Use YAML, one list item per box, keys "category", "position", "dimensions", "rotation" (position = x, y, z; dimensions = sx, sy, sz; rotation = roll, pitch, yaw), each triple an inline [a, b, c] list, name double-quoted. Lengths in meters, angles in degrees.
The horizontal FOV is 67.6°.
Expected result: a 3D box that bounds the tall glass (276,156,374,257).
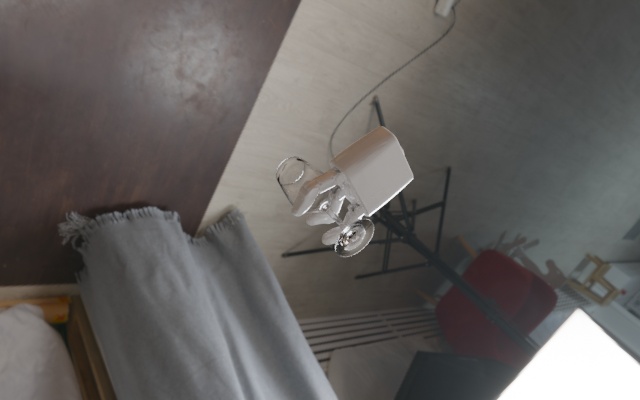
- category: "tall glass"
  position: [0.000, 0.003, 0.797]
  dimensions: [0.079, 0.079, 0.201]
  rotation: [0, 34, -41]
